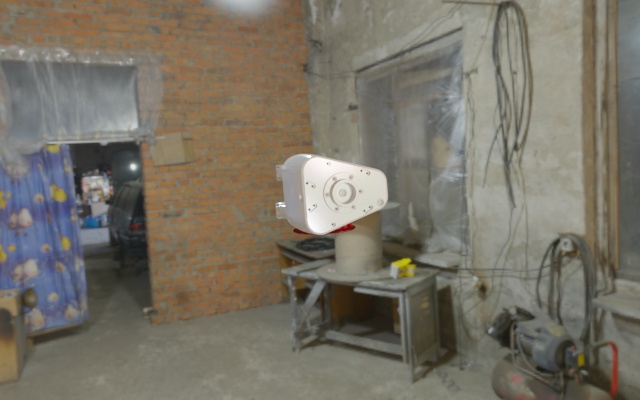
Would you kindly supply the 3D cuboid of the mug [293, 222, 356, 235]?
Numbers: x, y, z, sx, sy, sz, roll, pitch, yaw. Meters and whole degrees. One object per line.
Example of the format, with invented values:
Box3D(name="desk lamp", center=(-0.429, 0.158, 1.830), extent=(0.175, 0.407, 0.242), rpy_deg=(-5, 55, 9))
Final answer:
Box3D(name="mug", center=(0.000, 0.002, 0.719), extent=(0.093, 0.081, 0.117), rpy_deg=(-5, 5, -16))
